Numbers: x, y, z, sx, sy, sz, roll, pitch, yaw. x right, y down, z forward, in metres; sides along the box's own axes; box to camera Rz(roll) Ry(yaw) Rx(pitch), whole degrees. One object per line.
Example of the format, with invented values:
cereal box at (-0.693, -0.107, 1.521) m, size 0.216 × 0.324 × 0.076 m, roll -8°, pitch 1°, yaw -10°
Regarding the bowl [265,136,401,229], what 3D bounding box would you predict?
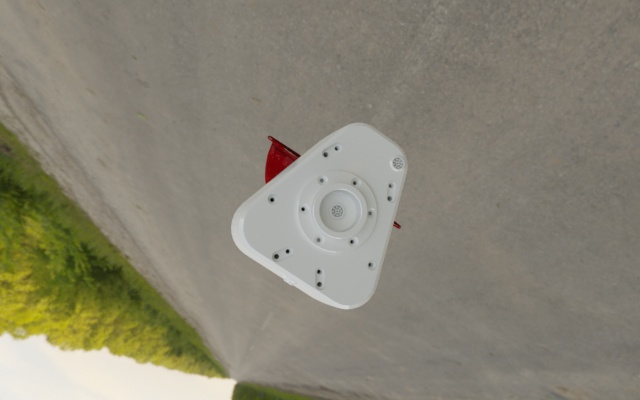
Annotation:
bowl at (0.000, 0.002, 0.486) m, size 0.162 × 0.055 × 0.162 m, roll 34°, pitch 4°, yaw -3°
